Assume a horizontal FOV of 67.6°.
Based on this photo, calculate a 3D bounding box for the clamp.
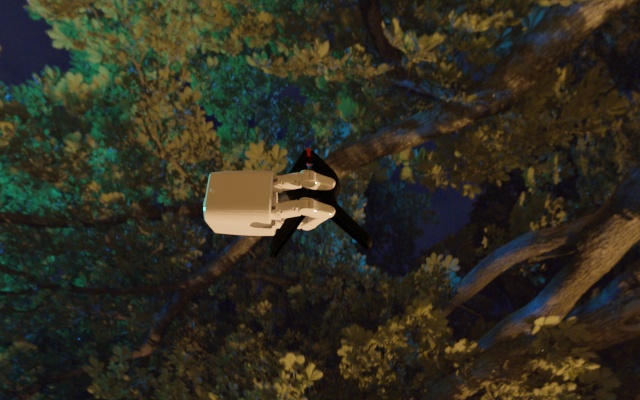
[{"bbox_3d":[0.000,0.003,0.799,0.164,0.209,0.036,2,-33,-3],"label":"clamp"}]
